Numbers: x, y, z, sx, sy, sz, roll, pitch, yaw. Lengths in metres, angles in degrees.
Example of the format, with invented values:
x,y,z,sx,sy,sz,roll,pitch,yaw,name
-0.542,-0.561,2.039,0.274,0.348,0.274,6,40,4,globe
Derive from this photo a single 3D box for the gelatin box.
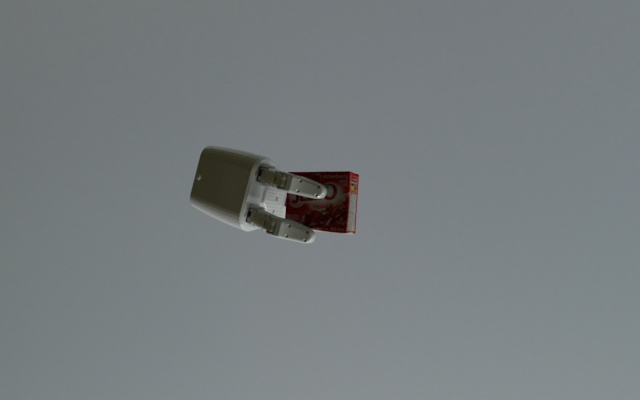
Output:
x,y,z,sx,sy,sz,roll,pitch,yaw,name
0.001,0.002,0.582,0.089,0.073,0.030,2,-4,29,gelatin box
